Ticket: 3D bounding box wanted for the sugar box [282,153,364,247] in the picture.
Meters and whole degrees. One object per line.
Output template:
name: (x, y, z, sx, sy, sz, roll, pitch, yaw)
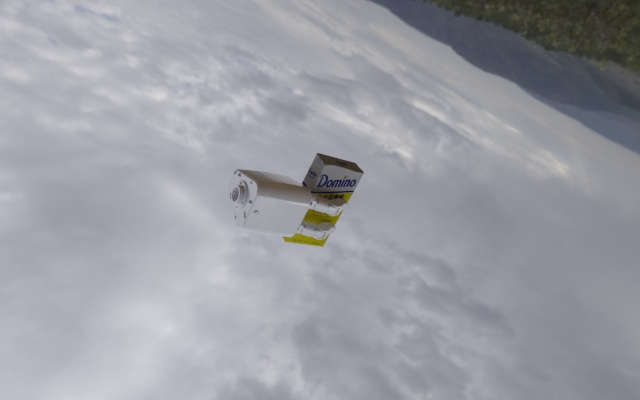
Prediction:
sugar box: (0.000, 0.003, 0.897, 0.093, 0.176, 0.048, 10, 31, -35)
